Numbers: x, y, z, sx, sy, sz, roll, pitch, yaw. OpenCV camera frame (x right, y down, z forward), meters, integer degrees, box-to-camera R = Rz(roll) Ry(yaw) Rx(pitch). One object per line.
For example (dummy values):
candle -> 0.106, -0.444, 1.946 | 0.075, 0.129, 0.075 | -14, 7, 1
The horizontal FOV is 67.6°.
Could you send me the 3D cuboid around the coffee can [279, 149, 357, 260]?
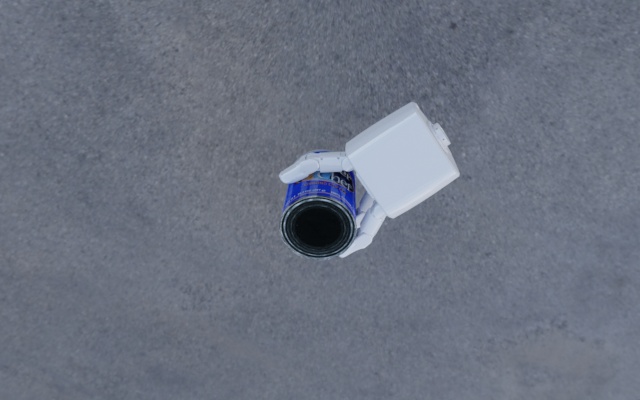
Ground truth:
coffee can -> 0.000, 0.002, 0.683 | 0.103, 0.103, 0.140 | 0, 31, 3
